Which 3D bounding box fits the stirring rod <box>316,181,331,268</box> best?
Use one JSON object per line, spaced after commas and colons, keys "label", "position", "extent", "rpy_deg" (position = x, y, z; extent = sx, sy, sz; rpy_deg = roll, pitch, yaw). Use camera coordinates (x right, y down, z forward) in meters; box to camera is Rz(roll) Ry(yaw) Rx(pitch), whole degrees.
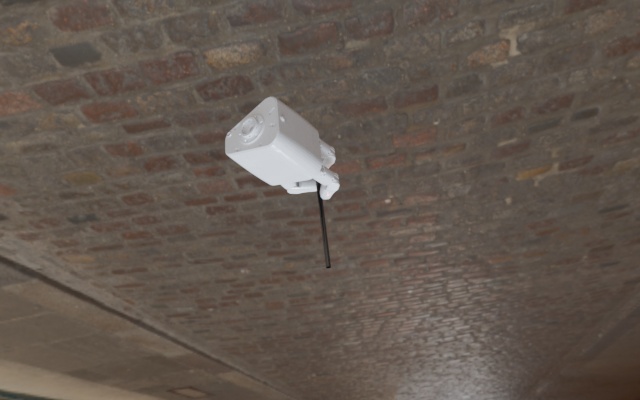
{"label": "stirring rod", "position": [0.000, 0.003, 0.811], "extent": [0.011, 0.239, 0.011], "rpy_deg": [-5, -31, -3]}
